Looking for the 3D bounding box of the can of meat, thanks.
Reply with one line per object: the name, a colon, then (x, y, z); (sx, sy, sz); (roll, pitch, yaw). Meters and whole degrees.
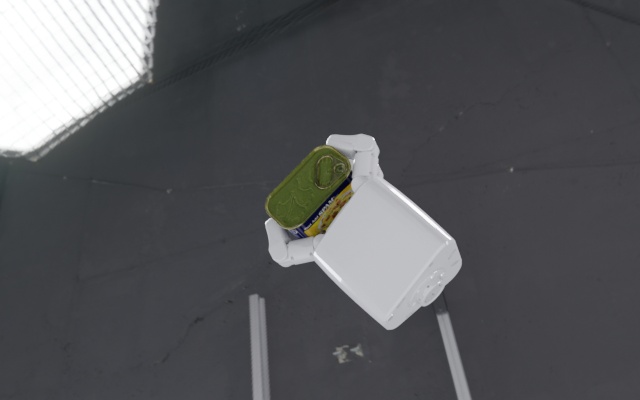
can of meat: (0.000, 0.002, 0.542); (0.057, 0.102, 0.084); (40, -6, 33)
